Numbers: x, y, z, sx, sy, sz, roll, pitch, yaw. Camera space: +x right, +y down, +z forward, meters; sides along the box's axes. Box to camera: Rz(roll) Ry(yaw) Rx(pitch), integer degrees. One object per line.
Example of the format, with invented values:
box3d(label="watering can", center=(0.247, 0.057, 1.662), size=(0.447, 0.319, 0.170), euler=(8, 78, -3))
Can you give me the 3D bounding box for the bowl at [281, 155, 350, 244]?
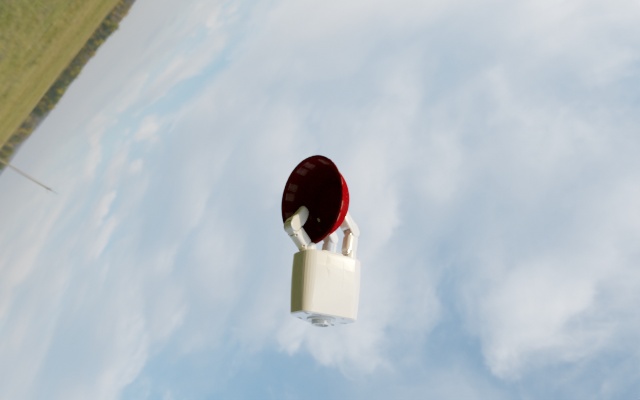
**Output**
box3d(label="bowl", center=(0.001, 0.002, 0.853), size=(0.055, 0.162, 0.162), euler=(11, -8, -42))
